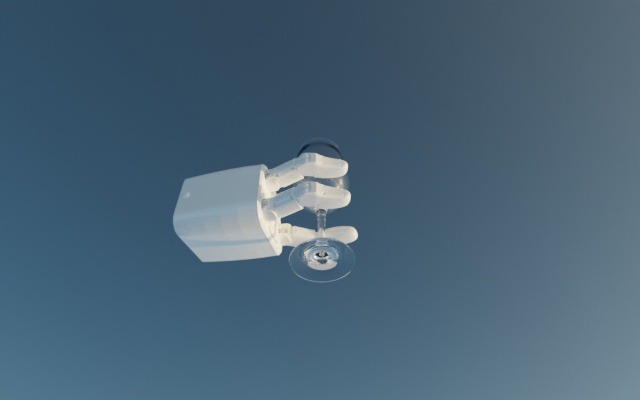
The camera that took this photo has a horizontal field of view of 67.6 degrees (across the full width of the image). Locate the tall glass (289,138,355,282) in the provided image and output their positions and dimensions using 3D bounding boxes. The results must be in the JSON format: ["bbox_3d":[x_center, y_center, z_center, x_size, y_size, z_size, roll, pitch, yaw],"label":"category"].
[{"bbox_3d":[0.000,0.002,0.607,0.079,0.079,0.200,0,42,-1],"label":"tall glass"}]
